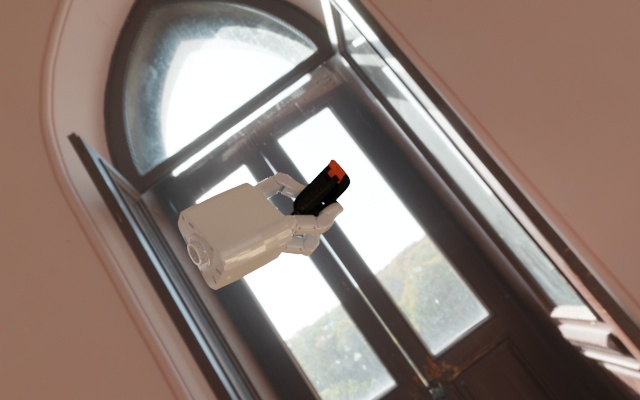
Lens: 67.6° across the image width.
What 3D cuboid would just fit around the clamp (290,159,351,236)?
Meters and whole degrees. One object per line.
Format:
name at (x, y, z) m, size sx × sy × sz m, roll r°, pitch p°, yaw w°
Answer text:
clamp at (0.000, 0.002, 0.713) m, size 0.164 × 0.036 × 0.210 m, roll -29°, pitch -16°, yaw -36°
